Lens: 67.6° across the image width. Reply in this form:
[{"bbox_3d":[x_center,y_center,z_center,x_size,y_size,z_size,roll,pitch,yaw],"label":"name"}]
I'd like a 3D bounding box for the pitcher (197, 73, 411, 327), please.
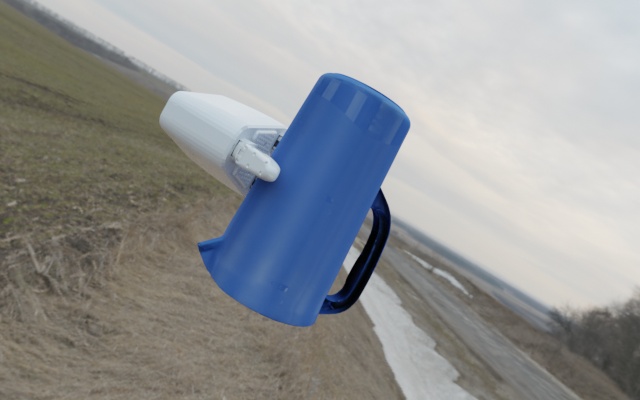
[{"bbox_3d":[0.000,0.002,0.505,0.145,0.243,0.149,31,4,23],"label":"pitcher"}]
